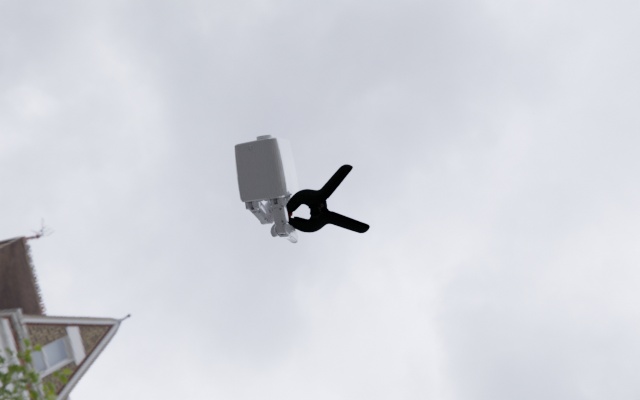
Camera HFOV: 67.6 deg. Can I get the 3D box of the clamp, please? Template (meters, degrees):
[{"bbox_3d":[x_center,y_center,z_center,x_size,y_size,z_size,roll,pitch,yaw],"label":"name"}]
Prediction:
[{"bbox_3d":[0.000,0.003,0.843,0.171,0.120,0.039,-6,1,25],"label":"clamp"}]
